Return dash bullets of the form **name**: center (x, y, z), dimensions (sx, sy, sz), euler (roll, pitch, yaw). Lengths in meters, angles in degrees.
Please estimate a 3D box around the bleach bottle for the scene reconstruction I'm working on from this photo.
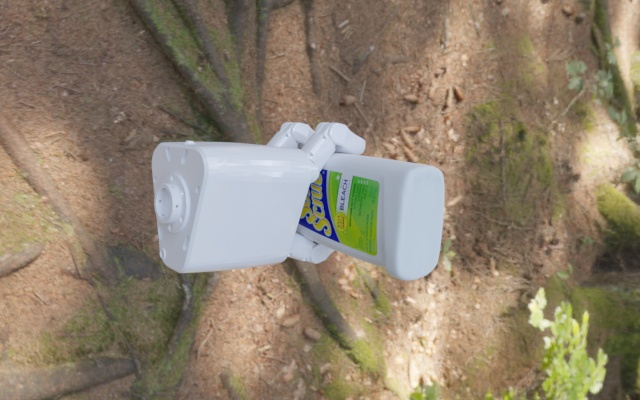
- **bleach bottle**: center (0.000, 0.002, 0.489), dimensions (0.068, 0.102, 0.251), euler (-4, 10, -44)
